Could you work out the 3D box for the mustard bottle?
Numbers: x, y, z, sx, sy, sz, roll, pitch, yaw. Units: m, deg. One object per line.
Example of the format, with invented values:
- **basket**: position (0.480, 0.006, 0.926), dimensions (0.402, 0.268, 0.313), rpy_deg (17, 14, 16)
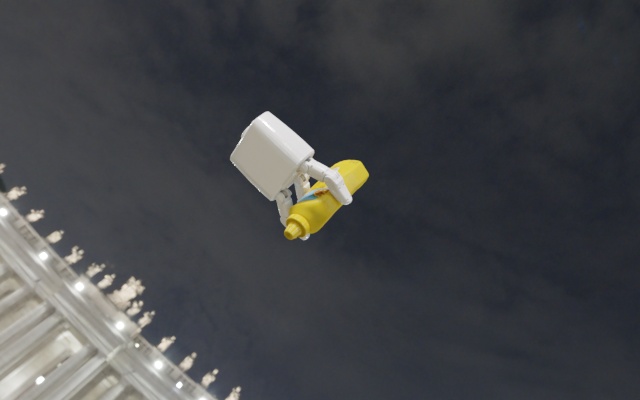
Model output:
- **mustard bottle**: position (0.000, 0.003, 0.823), dimensions (0.096, 0.058, 0.191), rpy_deg (-16, 22, 47)
